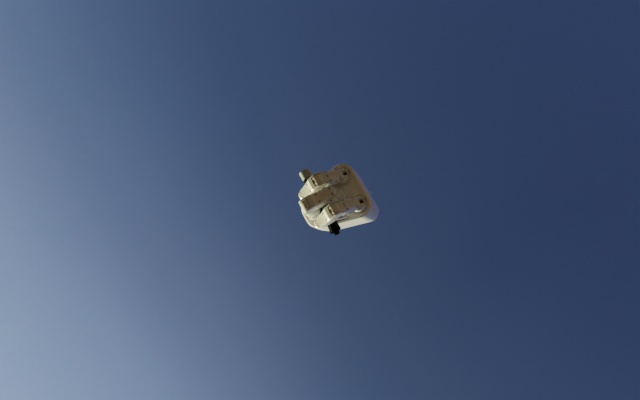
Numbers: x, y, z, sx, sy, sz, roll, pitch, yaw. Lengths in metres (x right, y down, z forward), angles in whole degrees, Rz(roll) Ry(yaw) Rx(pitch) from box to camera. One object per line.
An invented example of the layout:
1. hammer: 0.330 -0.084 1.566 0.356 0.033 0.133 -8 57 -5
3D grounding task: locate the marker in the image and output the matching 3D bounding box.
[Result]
1. marker: 0.000 0.003 0.780 0.020 0.121 0.020 -26 -16 -8
